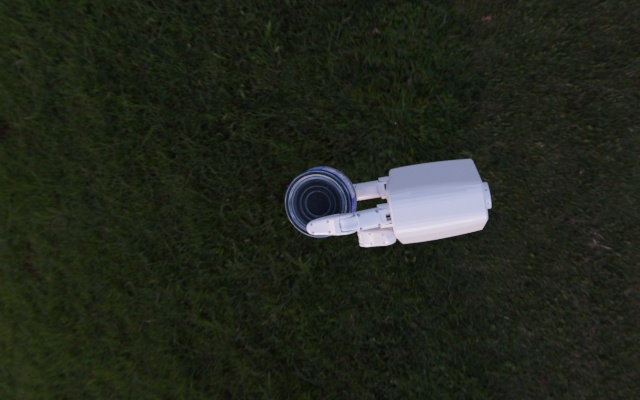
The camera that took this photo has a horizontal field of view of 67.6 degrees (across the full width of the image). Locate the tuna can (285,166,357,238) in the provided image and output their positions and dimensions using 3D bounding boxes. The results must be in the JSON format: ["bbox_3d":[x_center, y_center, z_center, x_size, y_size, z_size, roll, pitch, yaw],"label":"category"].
[{"bbox_3d":[0.000,0.002,0.591,0.086,0.086,0.033,0,10,14],"label":"tuna can"}]
